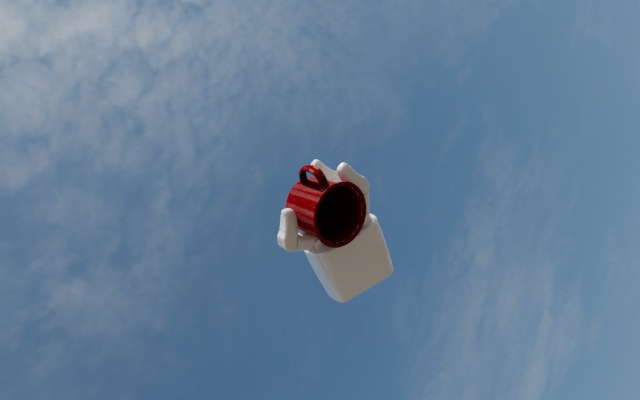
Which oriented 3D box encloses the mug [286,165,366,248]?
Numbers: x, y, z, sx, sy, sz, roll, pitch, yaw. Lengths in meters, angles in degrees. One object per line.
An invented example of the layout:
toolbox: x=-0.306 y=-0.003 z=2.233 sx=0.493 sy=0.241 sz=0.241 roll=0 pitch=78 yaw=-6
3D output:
mug: x=-0.001 y=0.001 z=0.674 sx=0.093 sy=0.117 sz=0.081 roll=-38 pitch=31 yaw=-25
